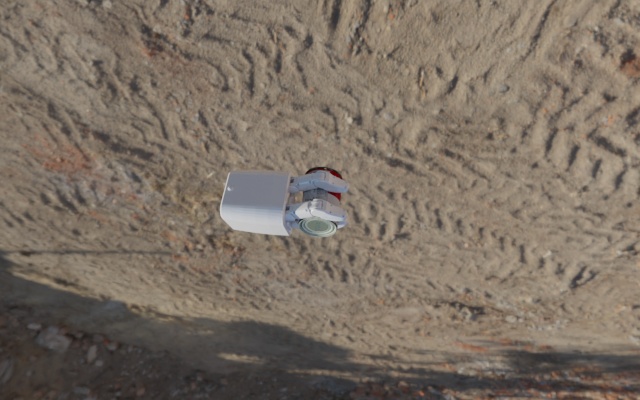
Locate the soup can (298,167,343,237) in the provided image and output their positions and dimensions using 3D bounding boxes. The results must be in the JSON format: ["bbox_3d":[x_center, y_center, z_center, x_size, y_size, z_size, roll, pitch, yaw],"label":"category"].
[{"bbox_3d":[0.001,0.003,0.812,0.068,0.102,0.069,5,-33,3],"label":"soup can"}]
